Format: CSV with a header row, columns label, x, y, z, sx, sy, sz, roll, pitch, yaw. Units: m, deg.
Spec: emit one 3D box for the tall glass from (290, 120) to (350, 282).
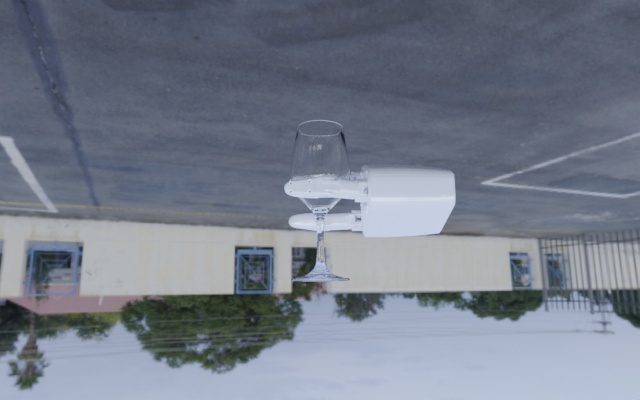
label,x,y,z,sx,sy,sz,roll,pitch,yaw
tall glass,0.000,0.003,0.613,0.079,0.201,0.079,0,-10,0
